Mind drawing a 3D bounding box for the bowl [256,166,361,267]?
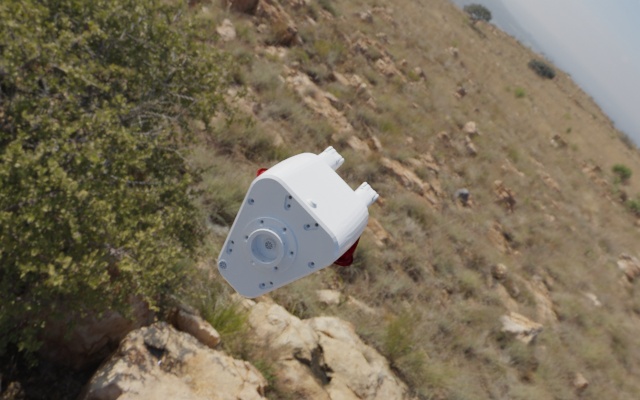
[{"bbox_3d":[0.000,0.001,0.581,0.055,0.162,0.162,-44,-12,12],"label":"bowl"}]
